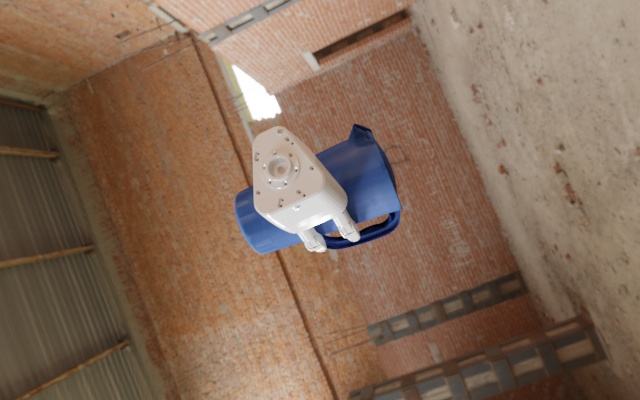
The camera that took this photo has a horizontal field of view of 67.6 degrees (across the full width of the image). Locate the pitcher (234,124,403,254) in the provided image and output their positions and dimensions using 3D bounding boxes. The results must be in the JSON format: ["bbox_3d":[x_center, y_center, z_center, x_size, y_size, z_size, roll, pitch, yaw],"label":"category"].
[{"bbox_3d":[0.000,0.002,0.745,0.243,0.149,0.145,-22,-19,9],"label":"pitcher"}]
